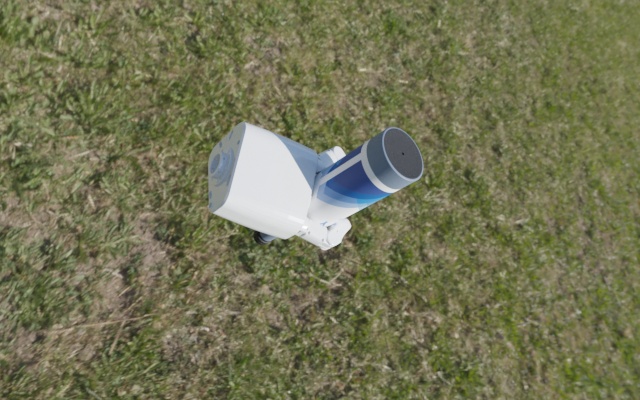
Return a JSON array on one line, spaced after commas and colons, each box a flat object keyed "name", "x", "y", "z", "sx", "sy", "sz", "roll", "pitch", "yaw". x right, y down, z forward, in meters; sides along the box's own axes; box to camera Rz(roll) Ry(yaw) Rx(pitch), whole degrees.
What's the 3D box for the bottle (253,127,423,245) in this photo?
[{"name": "bottle", "x": 0.000, "y": 0.002, "z": 0.628, "sx": 0.069, "sy": 0.069, "sz": 0.296, "roll": 0, "pitch": -22, "yaw": -42}]
